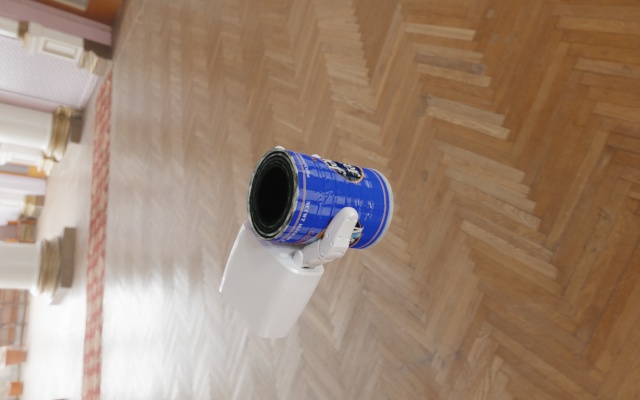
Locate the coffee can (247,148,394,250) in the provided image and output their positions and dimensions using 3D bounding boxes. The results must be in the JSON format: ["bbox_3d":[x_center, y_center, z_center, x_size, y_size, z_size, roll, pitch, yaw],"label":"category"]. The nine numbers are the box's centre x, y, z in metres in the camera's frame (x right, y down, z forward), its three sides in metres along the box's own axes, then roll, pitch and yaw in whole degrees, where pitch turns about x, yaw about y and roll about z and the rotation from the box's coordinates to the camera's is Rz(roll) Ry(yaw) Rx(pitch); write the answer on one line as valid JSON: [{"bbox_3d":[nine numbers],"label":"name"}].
[{"bbox_3d":[0.000,0.002,0.558,0.140,0.103,0.103,9,-6,-37],"label":"coffee can"}]
